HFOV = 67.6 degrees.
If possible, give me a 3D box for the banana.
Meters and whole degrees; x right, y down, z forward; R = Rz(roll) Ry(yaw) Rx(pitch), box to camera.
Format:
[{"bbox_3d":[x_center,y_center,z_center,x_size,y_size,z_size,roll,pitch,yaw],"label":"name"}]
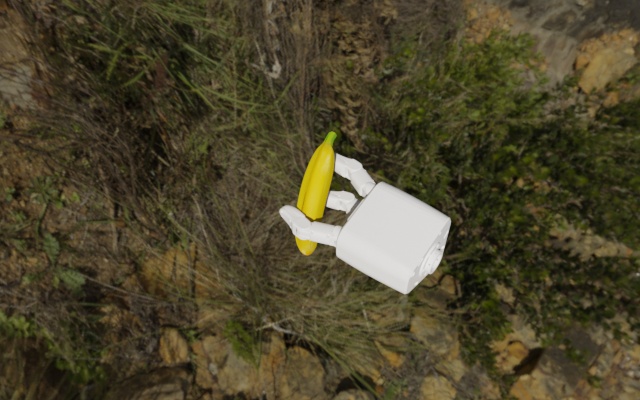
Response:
[{"bbox_3d":[-0.007,0.004,0.679,0.037,0.198,0.069,23,25,20],"label":"banana"}]
